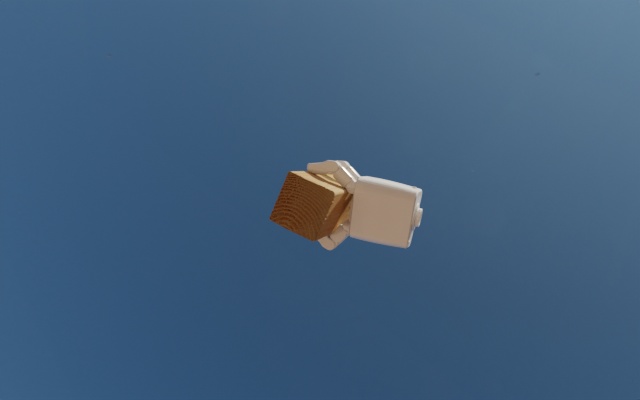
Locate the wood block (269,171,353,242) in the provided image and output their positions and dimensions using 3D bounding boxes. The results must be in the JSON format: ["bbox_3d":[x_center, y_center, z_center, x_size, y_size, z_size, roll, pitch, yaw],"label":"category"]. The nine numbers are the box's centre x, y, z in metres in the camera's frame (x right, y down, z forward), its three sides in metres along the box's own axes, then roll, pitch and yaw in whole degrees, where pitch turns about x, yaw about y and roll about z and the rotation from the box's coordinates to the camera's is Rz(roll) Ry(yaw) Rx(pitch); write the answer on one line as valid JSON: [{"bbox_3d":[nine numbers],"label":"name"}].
[{"bbox_3d":[0.000,0.003,0.865,0.090,0.091,0.206,25,11,15],"label":"wood block"}]
